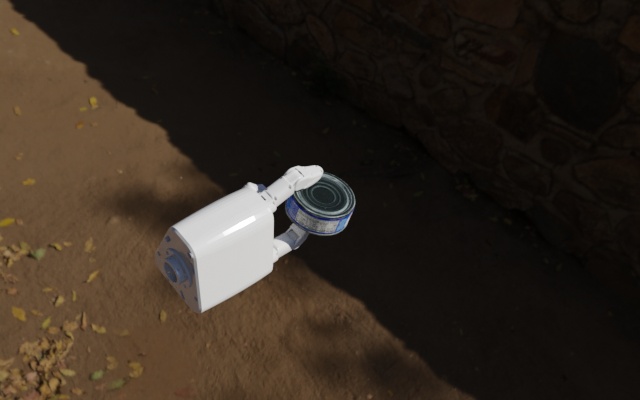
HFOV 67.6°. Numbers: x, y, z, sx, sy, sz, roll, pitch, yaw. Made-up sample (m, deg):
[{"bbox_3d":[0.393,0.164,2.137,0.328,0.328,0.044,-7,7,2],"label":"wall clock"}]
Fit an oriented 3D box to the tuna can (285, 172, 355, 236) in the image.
[{"bbox_3d":[0.000,0.002,0.606,0.086,0.086,0.034,0,-44,-23],"label":"tuna can"}]
